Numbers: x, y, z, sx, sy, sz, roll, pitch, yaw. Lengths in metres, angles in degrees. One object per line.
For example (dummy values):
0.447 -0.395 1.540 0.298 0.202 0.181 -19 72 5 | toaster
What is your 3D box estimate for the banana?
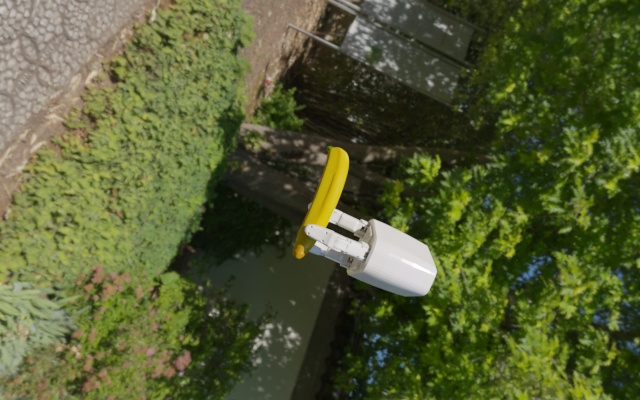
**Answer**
0.007 -0.006 0.724 0.037 0.197 0.070 23 -23 -10 | banana
